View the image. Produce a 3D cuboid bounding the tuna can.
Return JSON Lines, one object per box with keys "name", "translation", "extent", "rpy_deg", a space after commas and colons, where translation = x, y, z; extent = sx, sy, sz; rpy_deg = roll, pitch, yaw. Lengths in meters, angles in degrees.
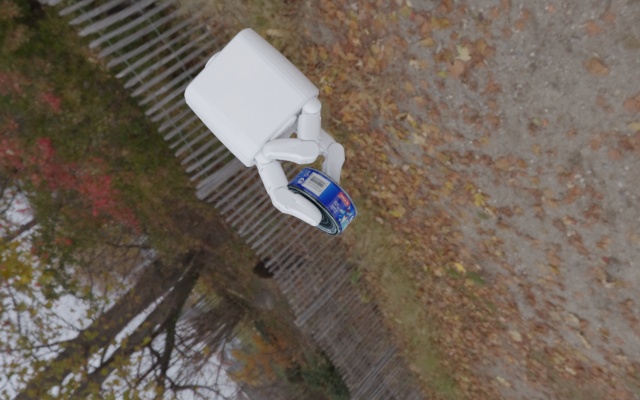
{"name": "tuna can", "translation": [0.000, 0.002, 0.564], "extent": [0.086, 0.033, 0.086], "rpy_deg": [37, -19, 15]}
